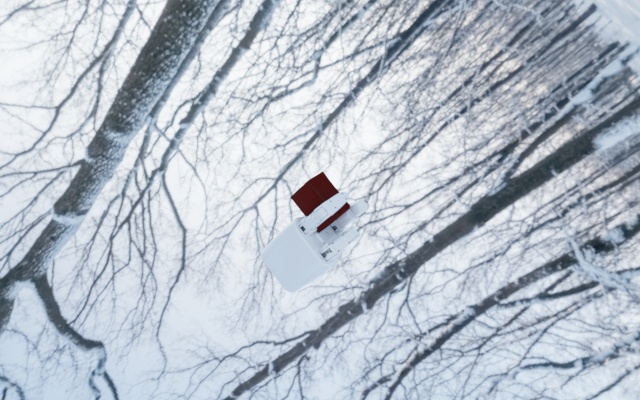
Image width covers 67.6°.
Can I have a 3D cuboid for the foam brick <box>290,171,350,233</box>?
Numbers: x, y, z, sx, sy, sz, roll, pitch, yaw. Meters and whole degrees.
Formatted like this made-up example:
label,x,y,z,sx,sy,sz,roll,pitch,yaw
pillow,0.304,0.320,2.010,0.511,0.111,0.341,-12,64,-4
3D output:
label,x,y,z,sx,sy,sz,roll,pitch,yaw
foam brick,0.000,0.002,0.784,0.051,0.078,0.053,-41,-5,36
